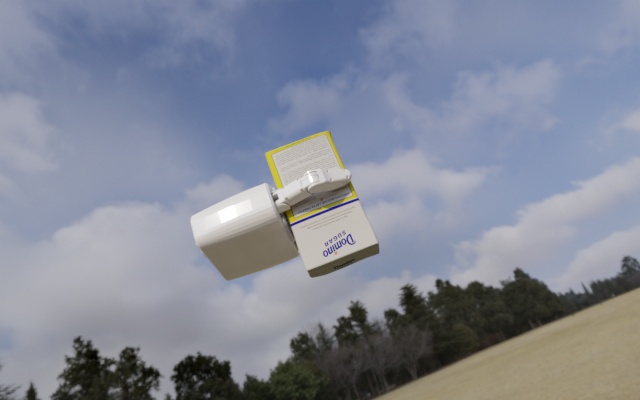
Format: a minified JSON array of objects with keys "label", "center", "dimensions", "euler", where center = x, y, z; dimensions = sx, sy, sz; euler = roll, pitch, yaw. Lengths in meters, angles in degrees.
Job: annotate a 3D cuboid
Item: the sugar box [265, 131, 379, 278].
[{"label":"sugar box","center":[0.000,0.002,0.610],"dimensions":[0.093,0.176,0.048],"euler":[-21,-24,-1]}]
